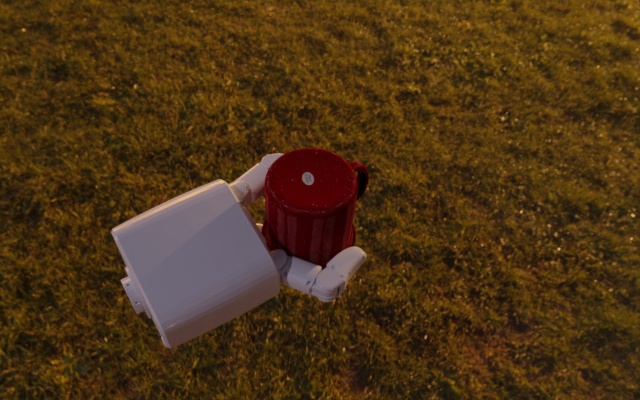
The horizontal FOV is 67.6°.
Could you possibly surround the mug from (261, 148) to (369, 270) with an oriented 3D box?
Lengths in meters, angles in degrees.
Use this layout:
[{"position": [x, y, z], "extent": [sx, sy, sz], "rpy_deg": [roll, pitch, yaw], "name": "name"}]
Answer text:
[{"position": [0.001, 0.001, 0.445], "extent": [0.117, 0.082, 0.093], "rpy_deg": [-28, 57, -25], "name": "mug"}]
